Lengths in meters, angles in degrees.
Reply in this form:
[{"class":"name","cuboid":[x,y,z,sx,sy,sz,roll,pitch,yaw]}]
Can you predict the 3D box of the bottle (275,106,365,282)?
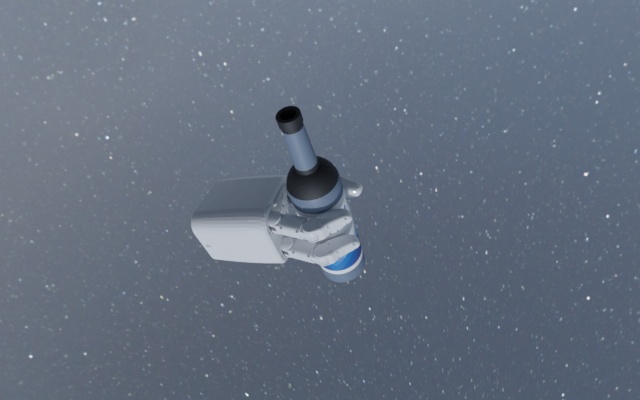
[{"class":"bottle","cuboid":[0.000,0.002,0.606,0.069,0.069,0.296,0,-39,17]}]
